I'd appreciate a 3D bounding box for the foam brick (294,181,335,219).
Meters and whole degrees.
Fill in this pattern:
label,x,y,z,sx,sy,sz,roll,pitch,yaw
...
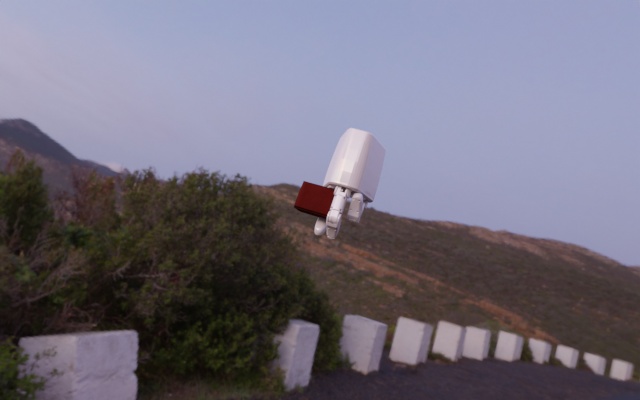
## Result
label,x,y,z,sx,sy,sz,roll,pitch,yaw
foam brick,0.000,0.003,0.866,0.078,0.051,0.053,16,-7,10
